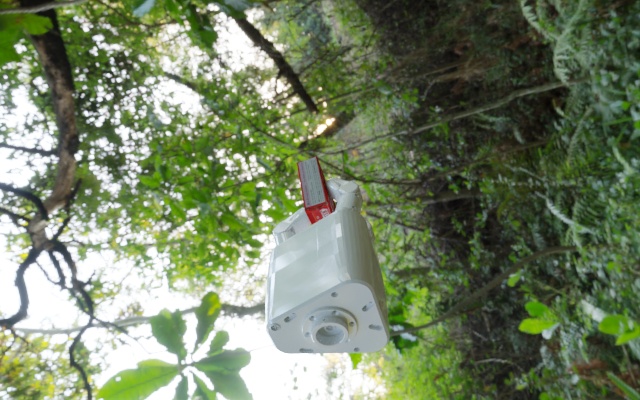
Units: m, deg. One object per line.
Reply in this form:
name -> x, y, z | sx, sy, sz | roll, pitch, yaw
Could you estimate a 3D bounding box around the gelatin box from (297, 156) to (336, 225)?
gelatin box -> 0.000, 0.002, 0.580 | 0.030, 0.089, 0.073 | -18, -47, 5
